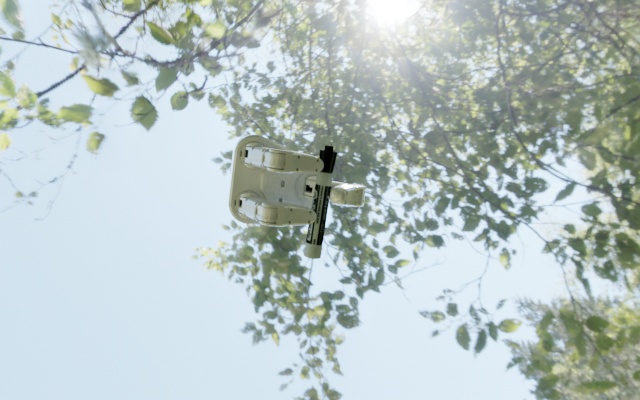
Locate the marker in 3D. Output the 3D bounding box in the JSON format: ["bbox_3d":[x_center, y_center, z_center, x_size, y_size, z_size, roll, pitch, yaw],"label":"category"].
[{"bbox_3d":[0.000,0.002,0.510,0.020,0.121,0.020,9,6,-1],"label":"marker"}]
